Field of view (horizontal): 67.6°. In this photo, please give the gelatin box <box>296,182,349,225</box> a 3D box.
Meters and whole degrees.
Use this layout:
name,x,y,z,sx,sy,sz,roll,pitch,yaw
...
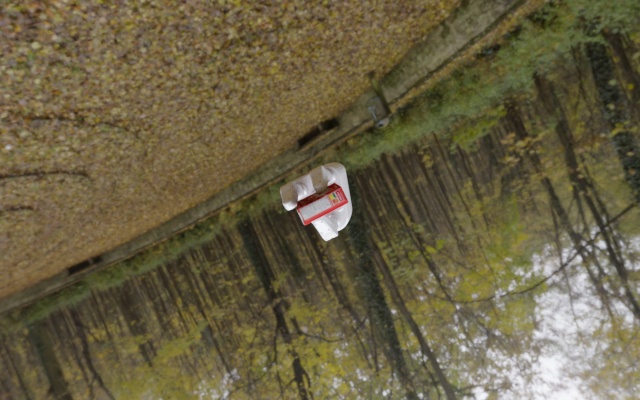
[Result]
name,x,y,z,sx,sy,sz,roll,pitch,yaw
gelatin box,0.000,0.003,0.728,0.073,0.030,0.089,-27,8,0
